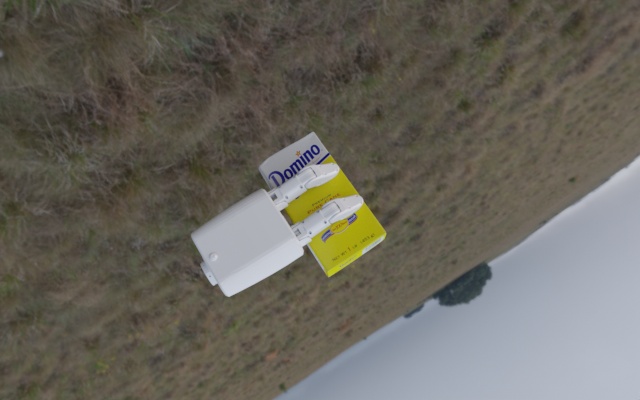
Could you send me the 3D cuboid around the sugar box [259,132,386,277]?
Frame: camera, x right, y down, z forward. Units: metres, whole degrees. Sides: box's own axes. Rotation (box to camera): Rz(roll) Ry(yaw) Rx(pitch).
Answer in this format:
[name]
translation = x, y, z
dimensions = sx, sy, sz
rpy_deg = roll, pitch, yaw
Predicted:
[sugar box]
translation = 0.000, 0.002, 0.637
dimensions = 0.093, 0.176, 0.048
rpy_deg = -33, -16, -8
